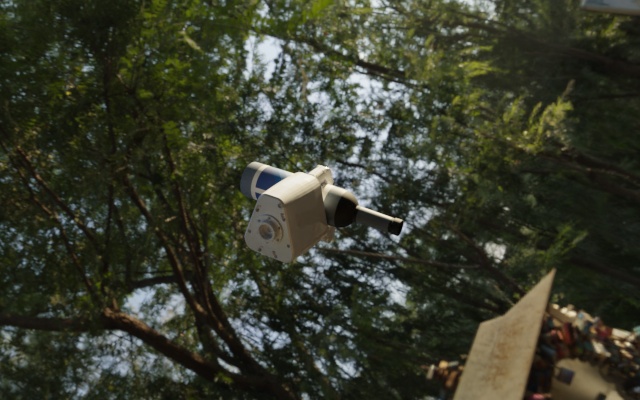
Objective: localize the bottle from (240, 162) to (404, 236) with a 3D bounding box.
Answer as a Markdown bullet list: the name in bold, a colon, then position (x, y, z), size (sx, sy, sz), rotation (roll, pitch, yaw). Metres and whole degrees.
- **bottle**: position (0.000, 0.003, 0.825), size (0.295, 0.069, 0.069), rotation (18, 7, 23)
